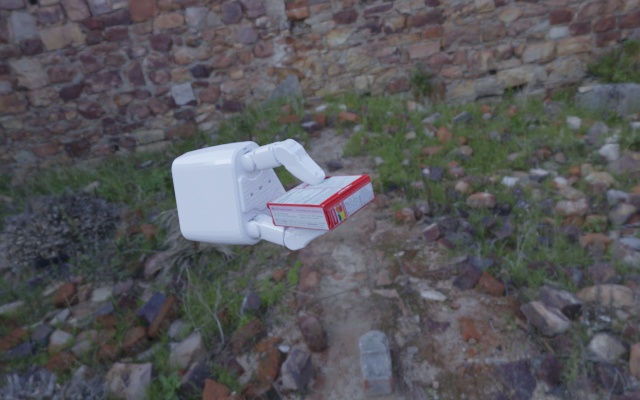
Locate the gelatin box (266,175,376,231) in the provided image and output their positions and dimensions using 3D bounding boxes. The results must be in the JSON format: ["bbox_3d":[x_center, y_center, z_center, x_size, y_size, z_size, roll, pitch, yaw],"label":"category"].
[{"bbox_3d":[0.000,0.001,0.493,0.089,0.030,0.073,0,25,46],"label":"gelatin box"}]
